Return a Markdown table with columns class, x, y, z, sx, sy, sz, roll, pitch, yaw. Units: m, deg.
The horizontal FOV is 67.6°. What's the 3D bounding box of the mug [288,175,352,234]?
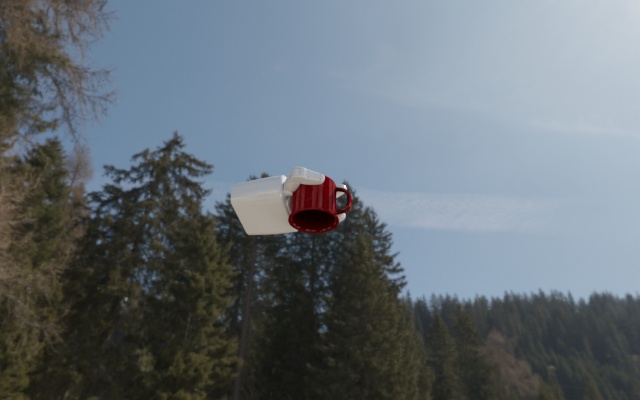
| class | x | y | z | sx | sy | sz | roll | pitch | yaw |
| --- | --- | --- | --- | --- | --- | --- | --- | --- | --- |
| mug | 0.002 | 0.002 | 0.883 | 0.117 | 0.081 | 0.093 | -7 | -33 | 14 |
